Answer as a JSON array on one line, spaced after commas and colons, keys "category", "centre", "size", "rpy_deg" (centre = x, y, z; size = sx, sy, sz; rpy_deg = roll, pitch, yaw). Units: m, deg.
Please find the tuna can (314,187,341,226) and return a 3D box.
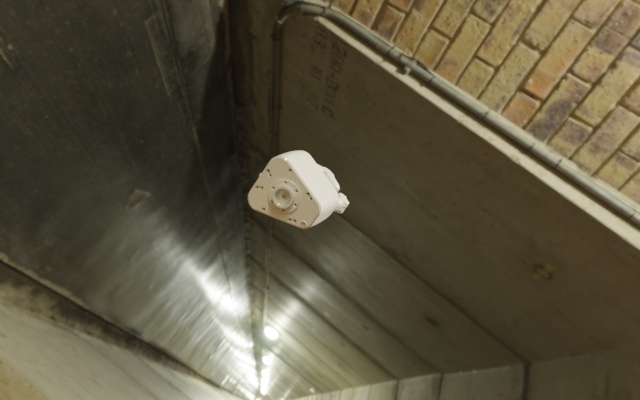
[{"category": "tuna can", "centre": [0.001, 0.003, 0.863], "size": [0.034, 0.086, 0.086], "rpy_deg": [34, 3, 5]}]
